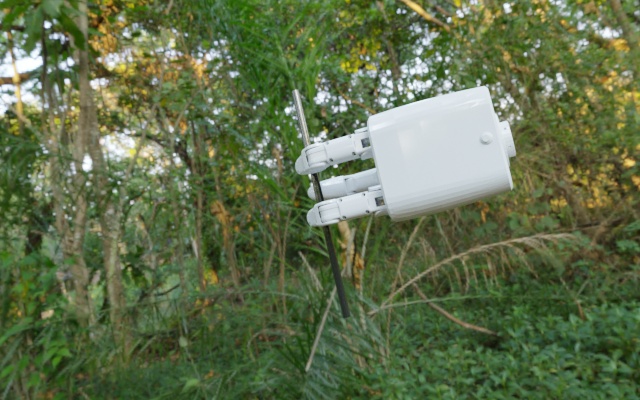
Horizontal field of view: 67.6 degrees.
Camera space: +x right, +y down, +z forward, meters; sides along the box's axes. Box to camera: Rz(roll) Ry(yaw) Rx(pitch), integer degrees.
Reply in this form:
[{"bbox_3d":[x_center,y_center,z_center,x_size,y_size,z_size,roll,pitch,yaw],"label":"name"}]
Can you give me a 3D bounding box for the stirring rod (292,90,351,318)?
[{"bbox_3d":[0.000,0.002,0.494,0.011,0.239,0.011,-13,-4,-1],"label":"stirring rod"}]
